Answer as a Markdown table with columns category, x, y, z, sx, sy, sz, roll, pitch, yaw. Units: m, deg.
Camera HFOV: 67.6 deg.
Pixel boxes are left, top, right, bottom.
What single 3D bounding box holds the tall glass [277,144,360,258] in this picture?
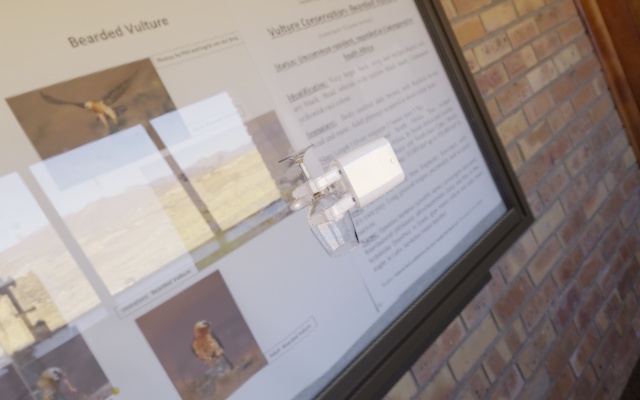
| category | x | y | z | sx | sy | sz | roll | pitch | yaw |
| --- | --- | --- | --- | --- | --- | --- | --- | --- | --- |
| tall glass | 0.000 | 0.002 | 0.866 | 0.079 | 0.201 | 0.079 | -26 | 8 | 4 |
